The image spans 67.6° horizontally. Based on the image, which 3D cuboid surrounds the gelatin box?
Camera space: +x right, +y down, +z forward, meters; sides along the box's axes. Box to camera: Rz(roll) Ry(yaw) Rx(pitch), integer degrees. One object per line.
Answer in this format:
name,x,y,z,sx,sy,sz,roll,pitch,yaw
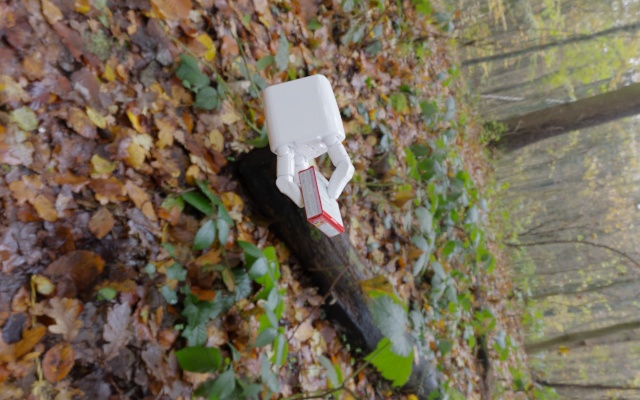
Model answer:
gelatin box,0.001,0.002,0.722,0.030,0.089,0.073,-24,-33,17
